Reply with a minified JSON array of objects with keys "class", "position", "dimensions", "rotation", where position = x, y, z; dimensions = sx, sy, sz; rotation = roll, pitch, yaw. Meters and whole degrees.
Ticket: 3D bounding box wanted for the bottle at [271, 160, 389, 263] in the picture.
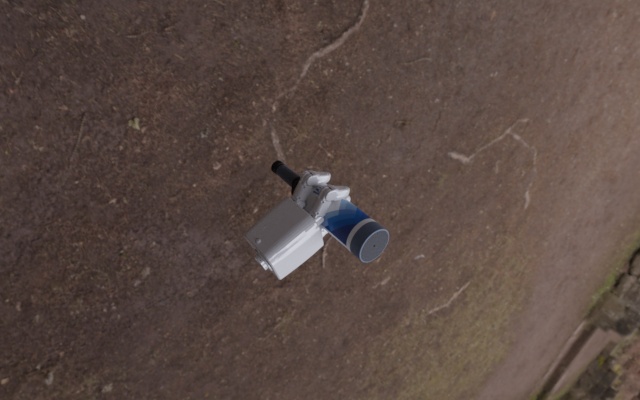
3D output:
[{"class":"bottle","position":[0.000,0.003,0.879],"dimensions":[0.069,0.069,0.295],"rotation":[0,29,-44]}]
